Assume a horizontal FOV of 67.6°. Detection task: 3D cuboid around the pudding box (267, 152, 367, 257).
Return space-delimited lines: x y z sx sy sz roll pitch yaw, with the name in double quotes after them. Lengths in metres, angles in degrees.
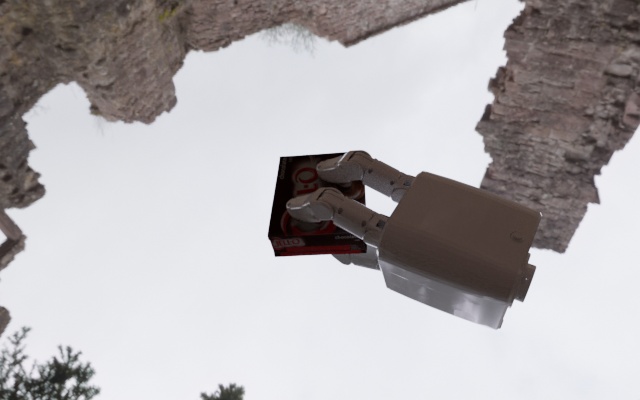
0.000 0.002 0.472 0.090 0.039 0.113 -3 44 6 "pudding box"
